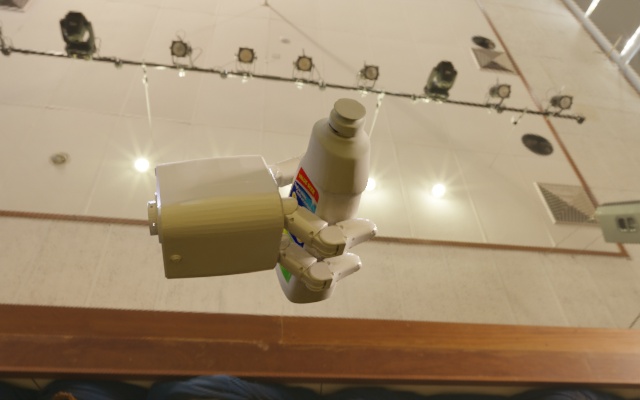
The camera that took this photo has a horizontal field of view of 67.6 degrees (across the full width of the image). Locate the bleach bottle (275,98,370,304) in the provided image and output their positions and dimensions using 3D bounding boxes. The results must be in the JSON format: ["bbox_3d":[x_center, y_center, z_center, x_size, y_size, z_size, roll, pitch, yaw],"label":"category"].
[{"bbox_3d":[0.000,0.002,0.489,0.068,0.102,0.251,-5,-41,-18],"label":"bleach bottle"}]
